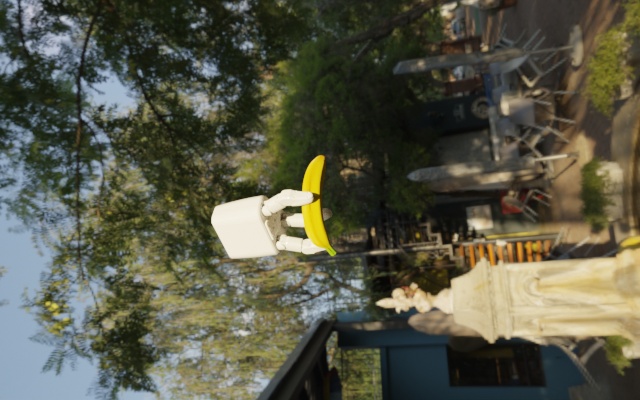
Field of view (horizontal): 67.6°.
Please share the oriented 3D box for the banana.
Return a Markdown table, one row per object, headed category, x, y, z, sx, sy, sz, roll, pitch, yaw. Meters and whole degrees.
| category | x | y | z | sx | sy | sz | roll | pitch | yaw |
| --- | --- | --- | --- | --- | --- | --- | --- | --- | --- |
| banana | -0.008 | 0.002 | 0.877 | 0.037 | 0.197 | 0.070 | -12 | -19 | 24 |
